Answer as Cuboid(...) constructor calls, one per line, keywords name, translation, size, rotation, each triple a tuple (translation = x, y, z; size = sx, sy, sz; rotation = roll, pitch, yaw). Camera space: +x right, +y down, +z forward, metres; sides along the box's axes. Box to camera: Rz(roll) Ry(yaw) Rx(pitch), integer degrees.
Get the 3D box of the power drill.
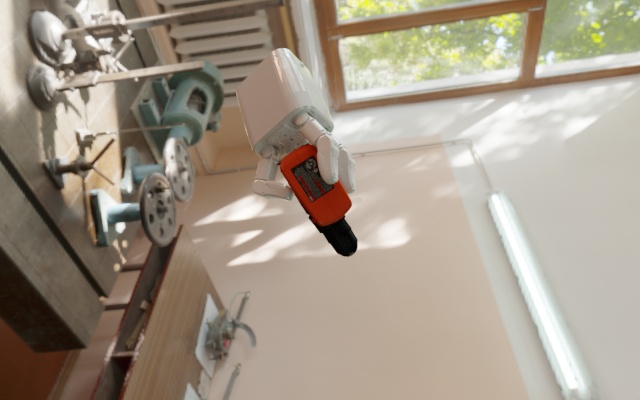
Cuboid(name="power drill", translation=(0.000, 0.002, 0.685), size=(0.057, 0.184, 0.188), rotation=(-35, -4, -6))
